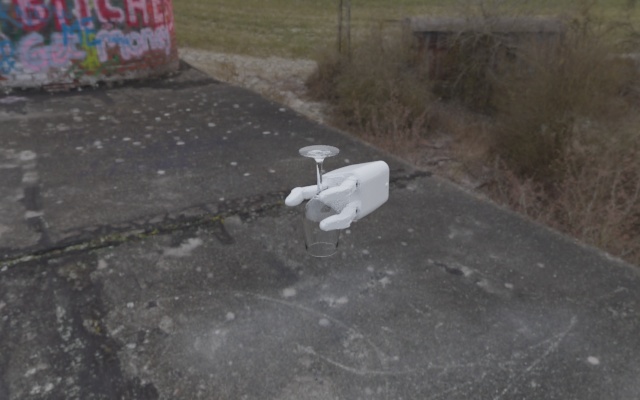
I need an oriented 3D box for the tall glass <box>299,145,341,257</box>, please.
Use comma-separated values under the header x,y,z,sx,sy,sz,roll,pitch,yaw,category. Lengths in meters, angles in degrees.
x,y,z,sx,sy,sz,roll,pitch,yaw,category
0.000,0.002,0.895,0.079,0.201,0.079,-1,21,0,tall glass
